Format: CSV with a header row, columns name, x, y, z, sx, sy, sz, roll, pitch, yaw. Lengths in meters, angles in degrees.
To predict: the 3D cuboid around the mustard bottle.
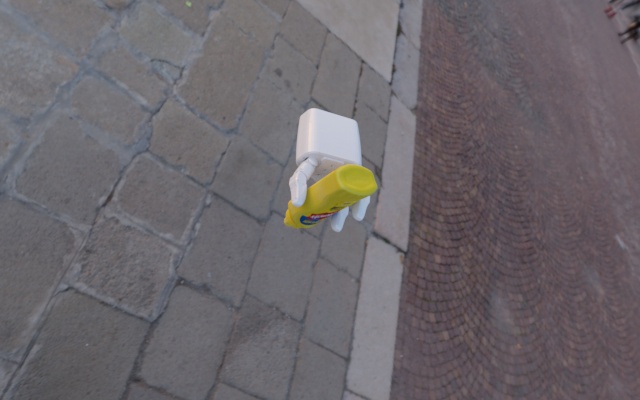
name,x,y,z,sx,sy,sz,roll,pitch,yaw
mustard bottle,0.000,0.003,0.828,0.096,0.058,0.192,-4,-20,-46
